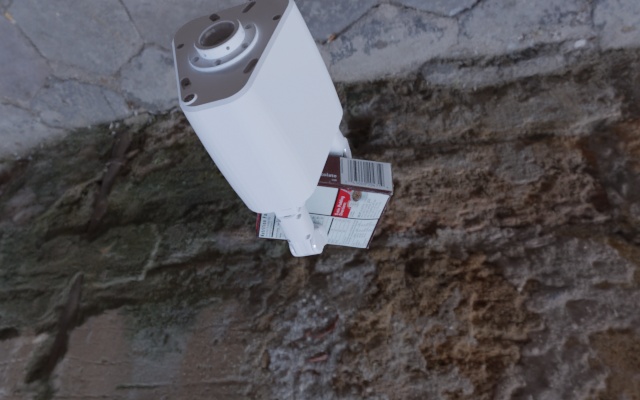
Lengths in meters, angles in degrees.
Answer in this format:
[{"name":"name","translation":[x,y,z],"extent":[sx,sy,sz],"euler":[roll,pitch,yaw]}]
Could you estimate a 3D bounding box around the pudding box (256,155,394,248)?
[{"name":"pudding box","translation":[0.000,0.002,0.434],"extent":[0.113,0.039,0.090],"euler":[8,-38,-7]}]
